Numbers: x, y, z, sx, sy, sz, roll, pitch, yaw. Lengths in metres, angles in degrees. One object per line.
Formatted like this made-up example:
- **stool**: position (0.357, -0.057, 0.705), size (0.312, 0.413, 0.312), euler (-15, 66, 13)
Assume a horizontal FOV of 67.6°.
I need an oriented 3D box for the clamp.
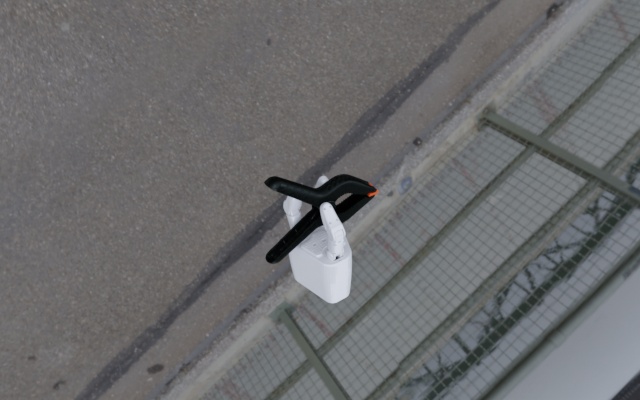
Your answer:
- **clamp**: position (0.001, 0.003, 0.753), size (0.210, 0.165, 0.036), euler (-24, 47, -21)
